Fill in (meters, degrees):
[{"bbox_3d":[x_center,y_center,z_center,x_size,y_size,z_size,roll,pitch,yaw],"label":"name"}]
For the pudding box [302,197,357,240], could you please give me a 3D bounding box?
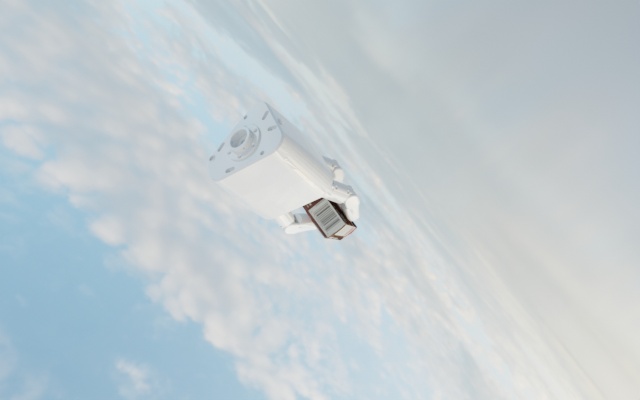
[{"bbox_3d":[0.000,0.002,0.682,0.039,0.113,0.090,-36,-13,9],"label":"pudding box"}]
